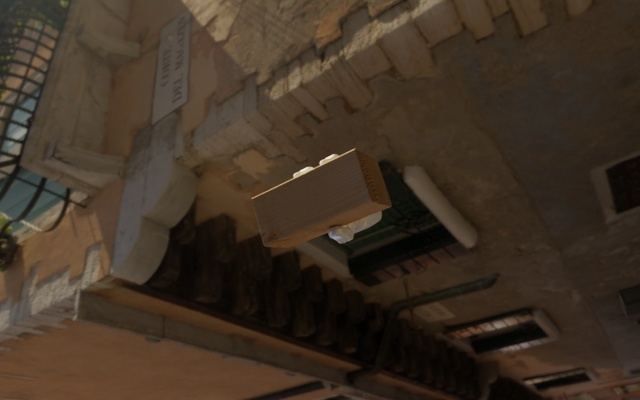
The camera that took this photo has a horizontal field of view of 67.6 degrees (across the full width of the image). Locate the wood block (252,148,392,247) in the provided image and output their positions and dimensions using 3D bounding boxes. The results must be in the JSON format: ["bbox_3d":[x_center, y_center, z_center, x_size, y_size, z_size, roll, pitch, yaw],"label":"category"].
[{"bbox_3d":[0.000,0.003,0.800,0.206,0.090,0.090,-24,-17,25],"label":"wood block"}]
